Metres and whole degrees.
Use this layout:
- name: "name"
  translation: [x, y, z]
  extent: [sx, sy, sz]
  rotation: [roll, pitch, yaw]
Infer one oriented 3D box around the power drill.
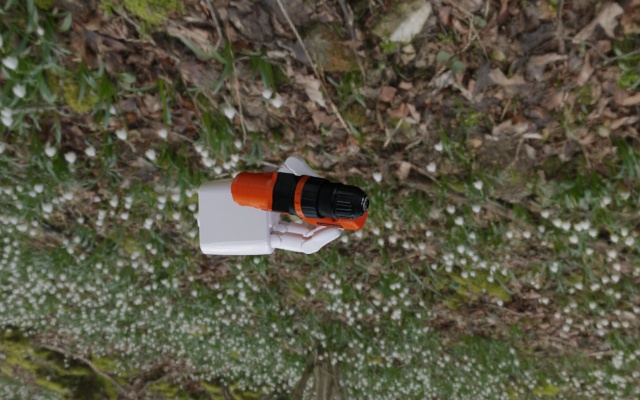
- name: "power drill"
  translation: [0.000, 0.002, 0.646]
  extent: [0.184, 0.057, 0.188]
  rotation: [9, -5, 26]
